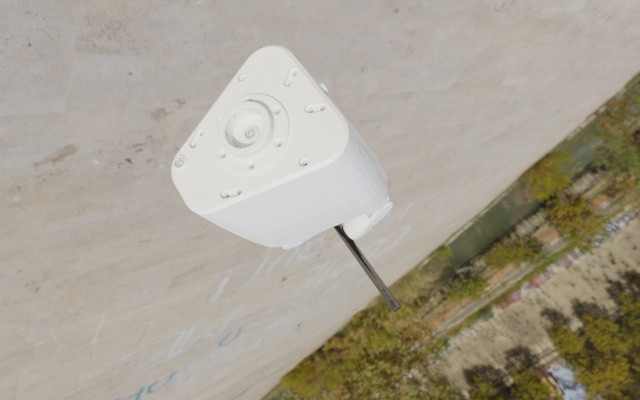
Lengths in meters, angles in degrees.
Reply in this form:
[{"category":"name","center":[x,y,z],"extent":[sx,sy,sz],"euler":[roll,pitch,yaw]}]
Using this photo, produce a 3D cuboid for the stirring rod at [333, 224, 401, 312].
[{"category":"stirring rod","center":[0.000,0.001,0.448],"extent":[0.011,0.239,0.011],"euler":[-30,-23,-14]}]
